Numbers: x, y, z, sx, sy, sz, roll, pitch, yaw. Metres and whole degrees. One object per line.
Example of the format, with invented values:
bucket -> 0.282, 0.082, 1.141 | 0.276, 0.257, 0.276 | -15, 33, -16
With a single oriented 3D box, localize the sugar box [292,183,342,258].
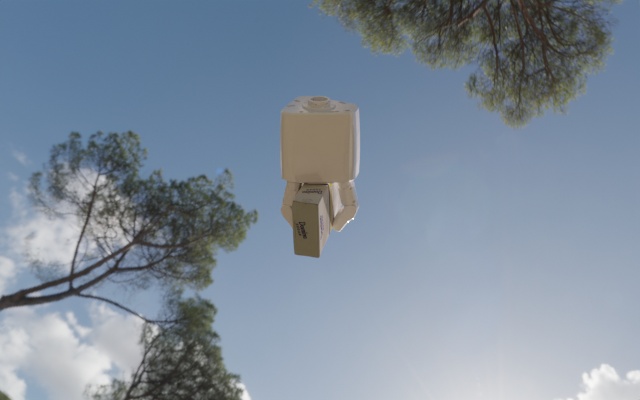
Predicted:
sugar box -> 0.000, 0.002, 0.751 | 0.048, 0.093, 0.176 | 7, 29, 15
